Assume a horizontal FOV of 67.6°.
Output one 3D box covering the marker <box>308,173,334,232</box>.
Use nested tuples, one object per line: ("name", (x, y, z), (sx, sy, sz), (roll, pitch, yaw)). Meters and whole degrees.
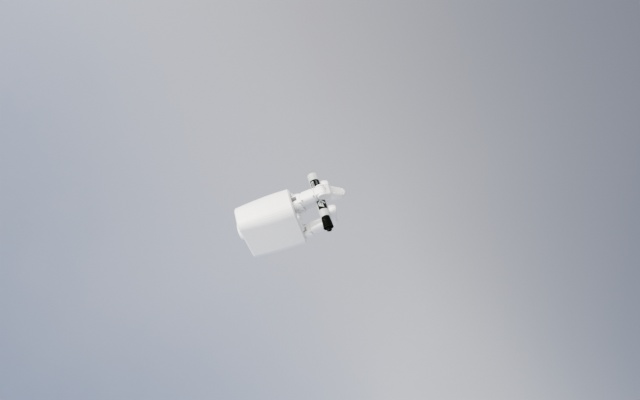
("marker", (0.000, 0.003, 0.865), (0.020, 0.121, 0.020), (-13, -30, -8))
